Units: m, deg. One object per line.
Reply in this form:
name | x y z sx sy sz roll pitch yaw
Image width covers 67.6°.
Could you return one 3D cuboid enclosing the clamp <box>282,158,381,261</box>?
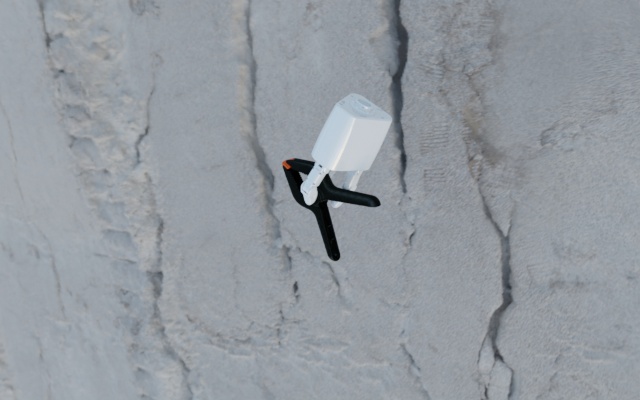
clamp | -0.001 0.003 0.897 0.210 0.165 0.036 41 34 22
